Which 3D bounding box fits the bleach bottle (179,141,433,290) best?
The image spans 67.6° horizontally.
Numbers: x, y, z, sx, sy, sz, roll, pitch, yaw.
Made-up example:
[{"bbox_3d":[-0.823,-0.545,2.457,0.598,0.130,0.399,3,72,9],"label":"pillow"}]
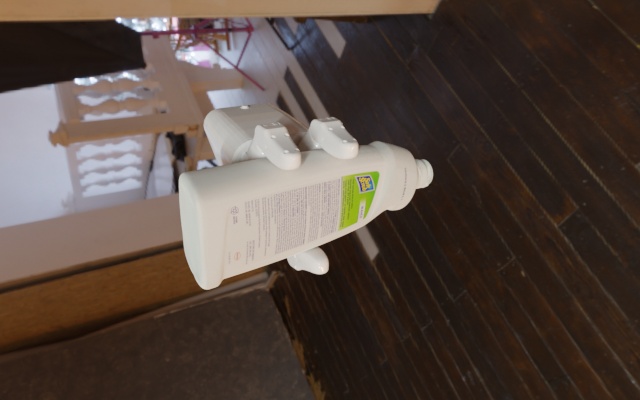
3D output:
[{"bbox_3d":[0.000,0.001,0.454,0.251,0.103,0.068,-12,35,-27],"label":"bleach bottle"}]
